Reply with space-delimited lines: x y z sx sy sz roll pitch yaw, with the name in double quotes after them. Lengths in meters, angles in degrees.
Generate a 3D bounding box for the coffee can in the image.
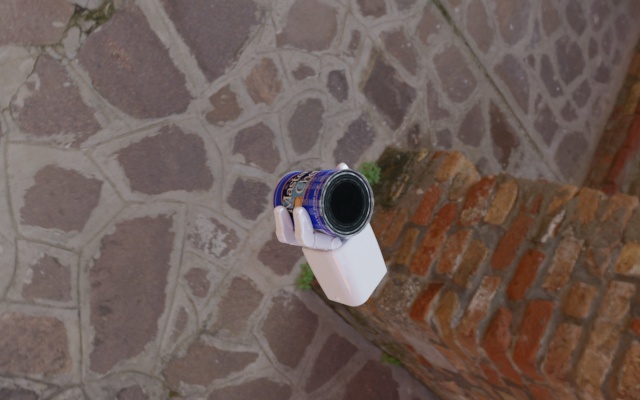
0.000 0.002 0.761 0.103 0.103 0.140 0 1 -36 "coffee can"
